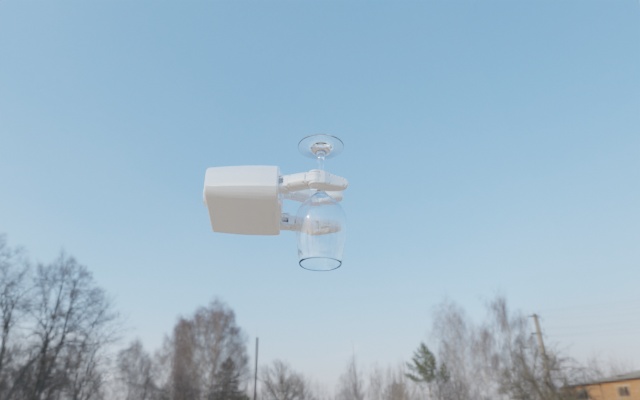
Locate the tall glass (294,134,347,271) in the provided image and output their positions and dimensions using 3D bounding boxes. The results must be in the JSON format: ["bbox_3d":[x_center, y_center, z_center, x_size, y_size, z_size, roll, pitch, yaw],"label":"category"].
[{"bbox_3d":[0.000,0.002,0.726,0.079,0.201,0.079,0,-26,0],"label":"tall glass"}]
